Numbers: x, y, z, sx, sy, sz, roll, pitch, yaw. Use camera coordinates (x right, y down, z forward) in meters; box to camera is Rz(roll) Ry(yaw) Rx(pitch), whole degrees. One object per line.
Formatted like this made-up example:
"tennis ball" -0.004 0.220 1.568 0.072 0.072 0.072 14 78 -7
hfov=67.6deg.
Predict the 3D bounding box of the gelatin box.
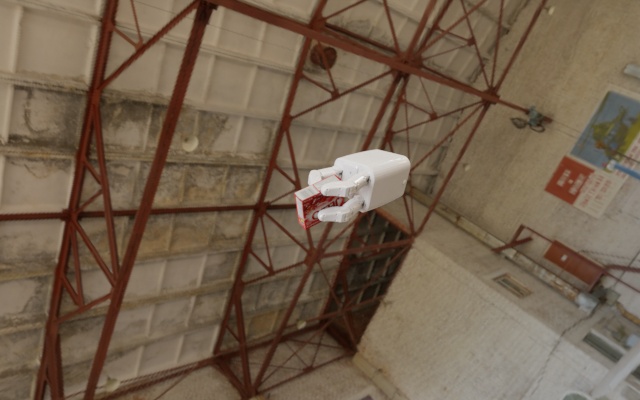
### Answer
"gelatin box" 0.000 0.003 0.864 0.089 0.073 0.030 -26 47 -22
